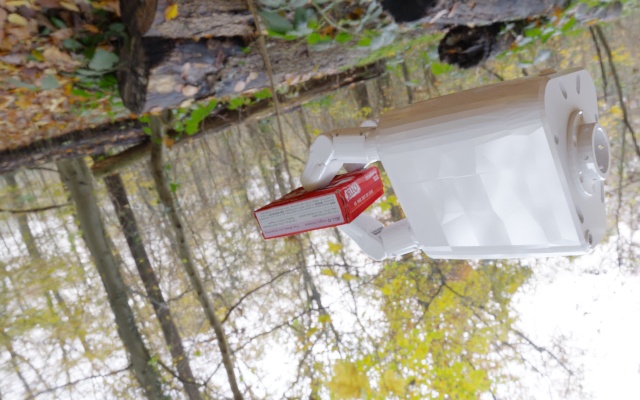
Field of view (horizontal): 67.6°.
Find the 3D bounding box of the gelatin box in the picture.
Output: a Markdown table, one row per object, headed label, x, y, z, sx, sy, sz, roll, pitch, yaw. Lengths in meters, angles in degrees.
| label | x | y | z | sx | sy | sz | roll | pitch | yaw |
| --- | --- | --- | --- | --- | --- | --- | --- | --- | --- |
| gelatin box | 0.000 | 0.002 | 0.406 | 0.089 | 0.030 | 0.073 | -14 | 10 | 34 |
